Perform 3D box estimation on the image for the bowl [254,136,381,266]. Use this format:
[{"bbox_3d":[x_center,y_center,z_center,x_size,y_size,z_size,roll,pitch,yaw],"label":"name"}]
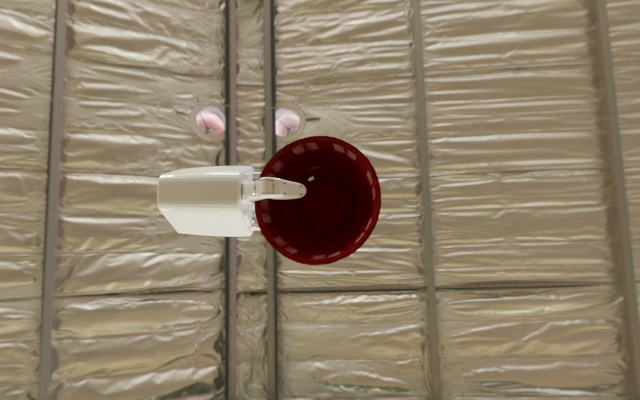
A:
[{"bbox_3d":[0.001,0.002,0.611,0.162,0.162,0.055,0,-8,14],"label":"bowl"}]
